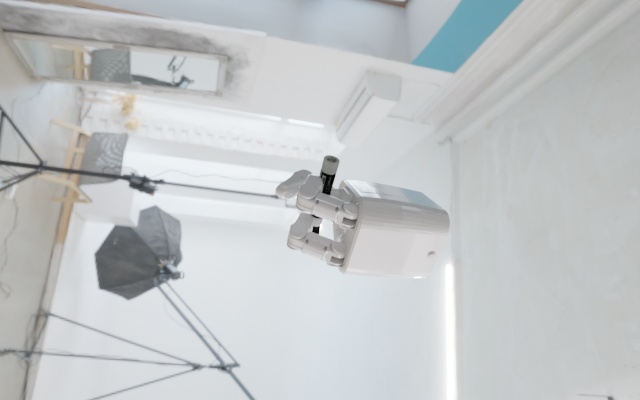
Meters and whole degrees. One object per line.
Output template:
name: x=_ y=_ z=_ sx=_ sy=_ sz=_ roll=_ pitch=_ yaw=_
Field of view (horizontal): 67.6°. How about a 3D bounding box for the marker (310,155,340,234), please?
marker: x=0.000 y=0.002 z=0.573 sx=0.020 sy=0.121 sz=0.020 roll=10 pitch=34 yaw=-7
